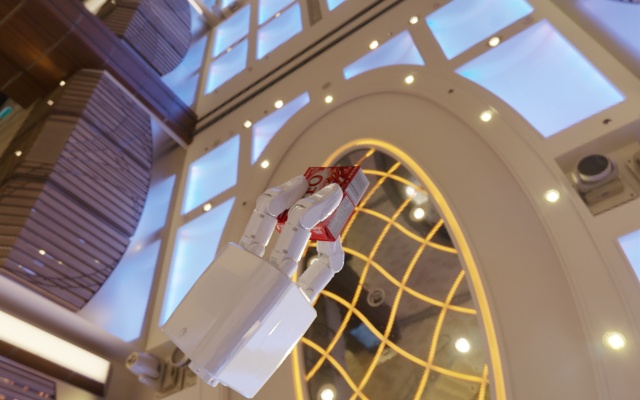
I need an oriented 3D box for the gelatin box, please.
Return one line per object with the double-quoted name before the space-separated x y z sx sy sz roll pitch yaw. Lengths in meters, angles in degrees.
"gelatin box" 0.000 0.002 0.509 0.073 0.089 0.030 2 -44 40
